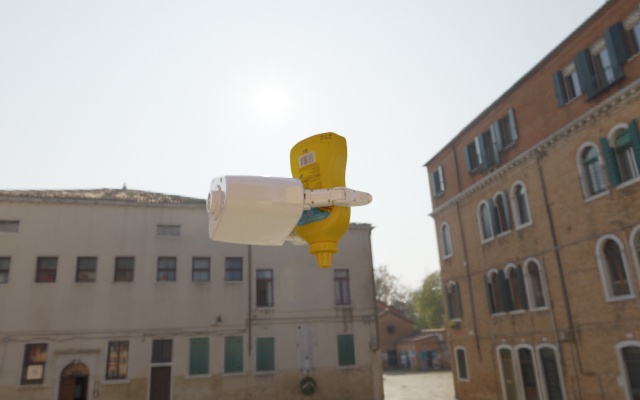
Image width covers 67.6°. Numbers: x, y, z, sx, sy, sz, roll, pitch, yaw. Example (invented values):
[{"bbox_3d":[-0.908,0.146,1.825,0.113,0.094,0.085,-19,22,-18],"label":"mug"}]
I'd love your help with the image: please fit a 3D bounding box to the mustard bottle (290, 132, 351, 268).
[{"bbox_3d":[0.000,0.002,0.699,0.096,0.191,0.058,-17,-21,38],"label":"mustard bottle"}]
